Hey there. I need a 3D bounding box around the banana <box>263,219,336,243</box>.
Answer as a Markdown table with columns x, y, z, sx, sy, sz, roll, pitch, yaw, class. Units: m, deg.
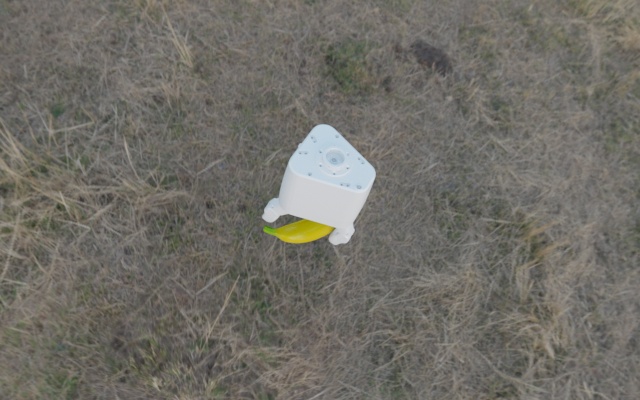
| x | y | z | sx | sy | sz | roll | pitch | yaw | class |
| --- | --- | --- | --- | --- | --- | --- | --- | --- | --- |
| 0.008 | 0.018 | 0.773 | 0.198 | 0.069 | 0.037 | -29 | -22 | -22 | banana |
